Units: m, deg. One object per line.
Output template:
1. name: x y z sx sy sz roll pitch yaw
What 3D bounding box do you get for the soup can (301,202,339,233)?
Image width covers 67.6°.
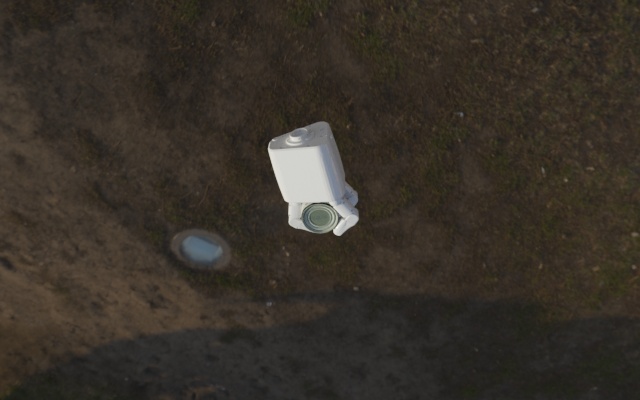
1. soup can: 0.000 0.003 0.869 0.068 0.069 0.102 0 35 1
